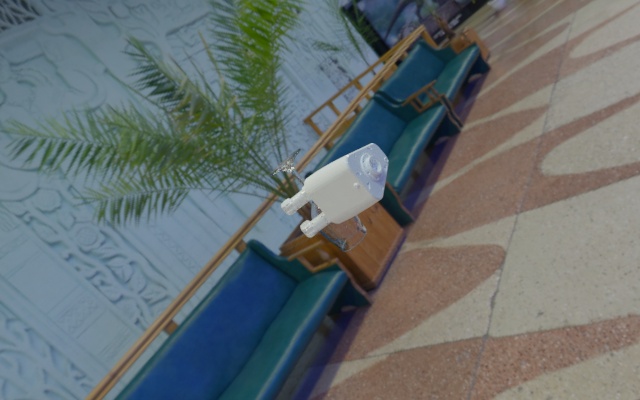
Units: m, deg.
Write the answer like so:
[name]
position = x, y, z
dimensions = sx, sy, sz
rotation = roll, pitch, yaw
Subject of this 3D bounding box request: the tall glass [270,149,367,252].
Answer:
[tall glass]
position = 0.000, 0.002, 0.888
dimensions = 0.079, 0.201, 0.079
rotation = -39, 12, 10
